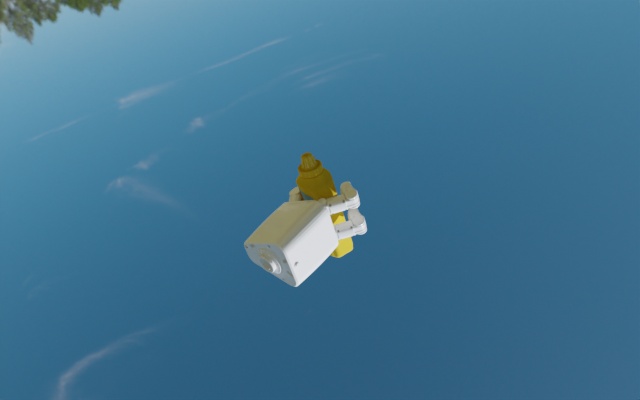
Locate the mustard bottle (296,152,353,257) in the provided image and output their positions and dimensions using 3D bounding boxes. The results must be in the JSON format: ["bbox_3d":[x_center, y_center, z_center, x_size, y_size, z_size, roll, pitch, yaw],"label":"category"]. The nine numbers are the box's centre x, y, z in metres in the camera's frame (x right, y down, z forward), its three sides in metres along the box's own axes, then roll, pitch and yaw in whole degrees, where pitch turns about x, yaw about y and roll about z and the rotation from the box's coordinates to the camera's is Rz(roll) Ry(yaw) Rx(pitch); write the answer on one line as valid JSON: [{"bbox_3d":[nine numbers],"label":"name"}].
[{"bbox_3d":[0.000,0.003,0.823,0.058,0.192,0.096,-28,35,-14],"label":"mustard bottle"}]
